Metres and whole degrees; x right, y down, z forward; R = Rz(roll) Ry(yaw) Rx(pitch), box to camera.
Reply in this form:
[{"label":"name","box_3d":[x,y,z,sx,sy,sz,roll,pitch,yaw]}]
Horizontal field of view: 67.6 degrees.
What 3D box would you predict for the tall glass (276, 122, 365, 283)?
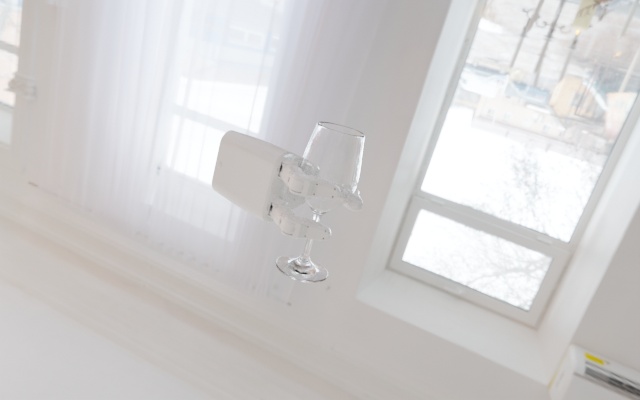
[{"label":"tall glass","box_3d":[0.000,0.003,0.625,0.079,0.201,0.079,15,18,-5]}]
